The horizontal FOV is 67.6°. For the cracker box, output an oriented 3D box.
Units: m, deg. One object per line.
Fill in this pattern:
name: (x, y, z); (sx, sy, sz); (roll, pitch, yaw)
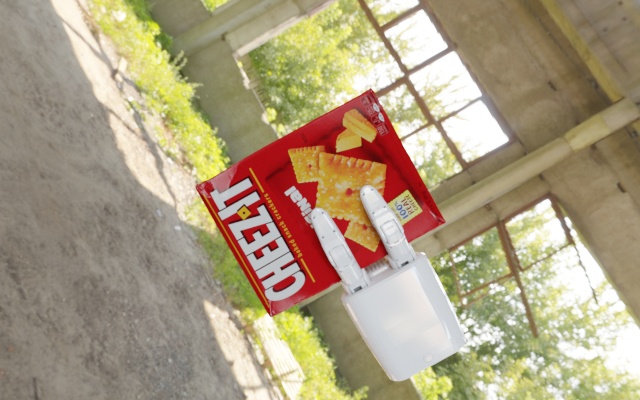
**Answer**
cracker box: (0.000, 0.002, 0.520); (0.214, 0.164, 0.072); (-29, 5, 1)
